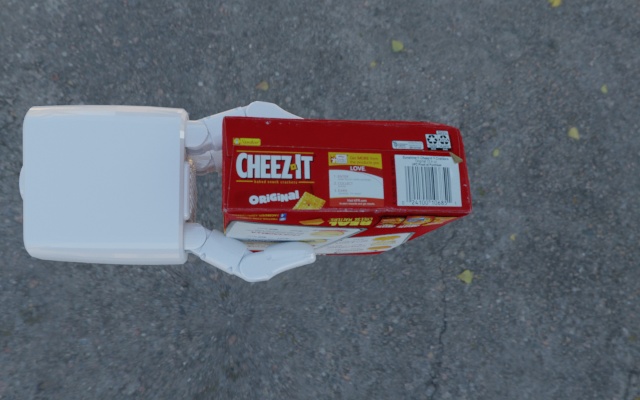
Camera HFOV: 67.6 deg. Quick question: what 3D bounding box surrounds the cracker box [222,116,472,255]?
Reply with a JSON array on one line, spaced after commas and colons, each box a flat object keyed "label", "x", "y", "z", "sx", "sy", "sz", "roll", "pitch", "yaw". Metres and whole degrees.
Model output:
[{"label": "cracker box", "x": 0.000, "y": 0.001, "z": 0.404, "sx": 0.164, "sy": 0.072, "sz": 0.214, "roll": 0, "pitch": -13, "yaw": -11}]
